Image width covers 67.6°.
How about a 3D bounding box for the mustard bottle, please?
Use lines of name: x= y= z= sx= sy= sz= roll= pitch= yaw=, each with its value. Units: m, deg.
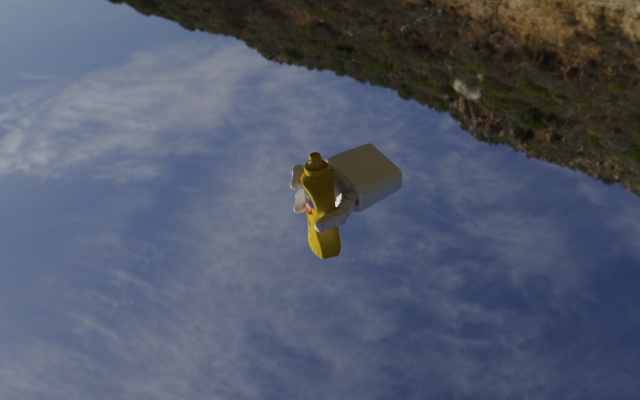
mustard bottle: x=0.000 y=0.003 z=0.838 sx=0.058 sy=0.192 sz=0.096 roll=-10 pitch=34 yaw=-7
